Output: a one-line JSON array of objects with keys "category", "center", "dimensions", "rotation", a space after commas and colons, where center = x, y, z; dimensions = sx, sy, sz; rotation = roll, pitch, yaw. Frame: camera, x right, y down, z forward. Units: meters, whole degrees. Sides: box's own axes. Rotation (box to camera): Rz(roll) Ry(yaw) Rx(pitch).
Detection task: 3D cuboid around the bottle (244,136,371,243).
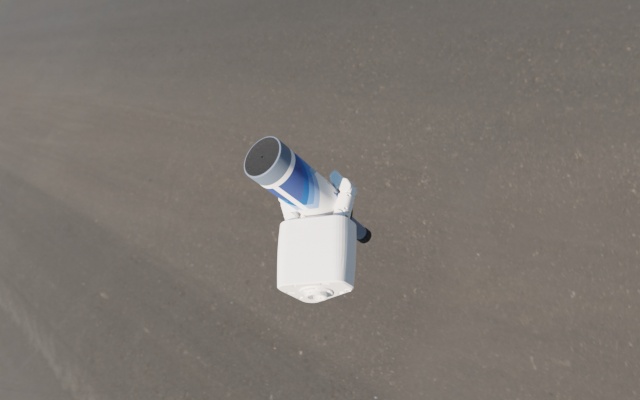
[{"category": "bottle", "center": [0.000, 0.002, 0.765], "dimensions": [0.069, 0.069, 0.296], "rotation": [0, -26, 38]}]
